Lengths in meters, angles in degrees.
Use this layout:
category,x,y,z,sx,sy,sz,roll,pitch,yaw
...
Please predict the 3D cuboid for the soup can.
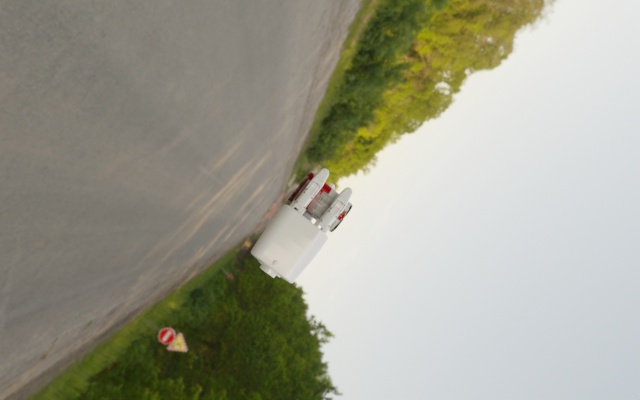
category,x,y,z,sx,sy,sz,roll,pitch,yaw
soup can,0.001,0.003,0.885,0.102,0.068,0.068,38,-2,-3
